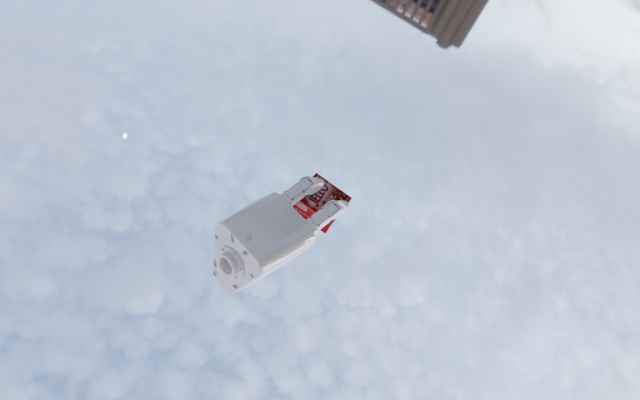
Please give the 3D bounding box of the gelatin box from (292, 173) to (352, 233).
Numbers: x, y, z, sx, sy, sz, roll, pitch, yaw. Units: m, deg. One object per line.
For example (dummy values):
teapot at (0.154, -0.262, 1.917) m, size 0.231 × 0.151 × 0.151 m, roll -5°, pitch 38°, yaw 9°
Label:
gelatin box at (0.000, 0.003, 0.757) m, size 0.073 × 0.030 × 0.089 m, roll 35°, pitch 37°, yaw 5°
